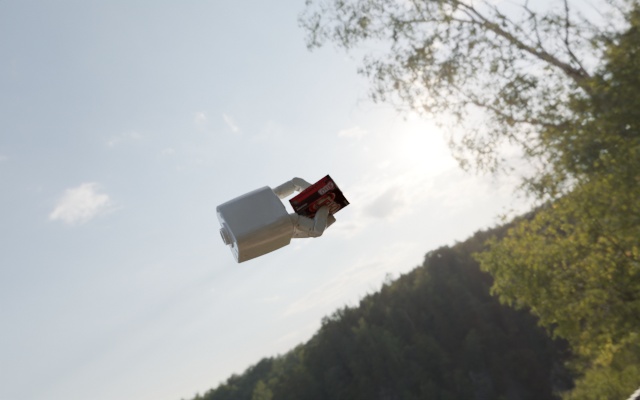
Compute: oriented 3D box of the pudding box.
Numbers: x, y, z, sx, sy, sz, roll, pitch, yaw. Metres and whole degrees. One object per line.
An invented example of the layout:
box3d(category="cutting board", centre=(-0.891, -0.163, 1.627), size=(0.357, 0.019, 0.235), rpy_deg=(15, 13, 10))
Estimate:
box3d(category="pudding box", centre=(0.000, 0.003, 0.898), size=(0.090, 0.039, 0.113), rpy_deg=(-32, -20, 6))
